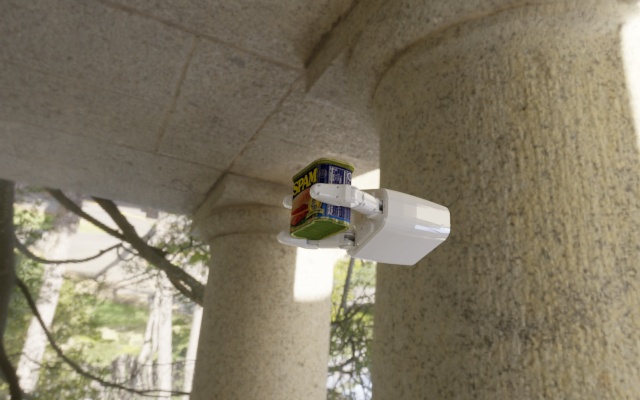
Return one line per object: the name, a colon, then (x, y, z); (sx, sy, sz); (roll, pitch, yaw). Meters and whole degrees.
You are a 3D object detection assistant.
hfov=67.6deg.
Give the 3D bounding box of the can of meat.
can of meat: (0.000, 0.002, 0.633); (0.057, 0.084, 0.102); (14, -22, -26)
